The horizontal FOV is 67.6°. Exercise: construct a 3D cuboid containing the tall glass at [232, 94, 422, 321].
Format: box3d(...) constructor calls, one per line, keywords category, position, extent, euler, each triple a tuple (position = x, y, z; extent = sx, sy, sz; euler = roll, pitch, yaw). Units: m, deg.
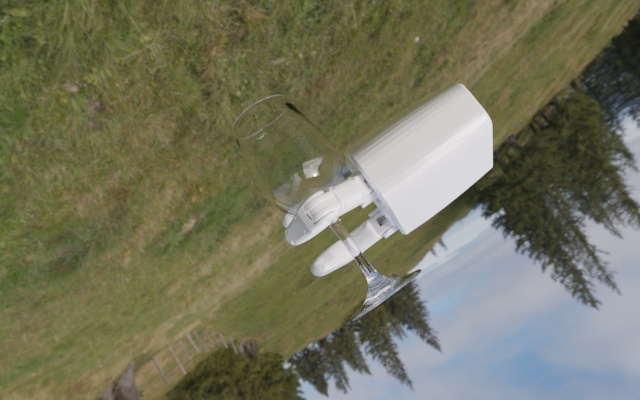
box3d(category="tall glass", position=(0.000, 0.002, 0.426), extent=(0.079, 0.201, 0.079), euler=(-34, -11, -7))
